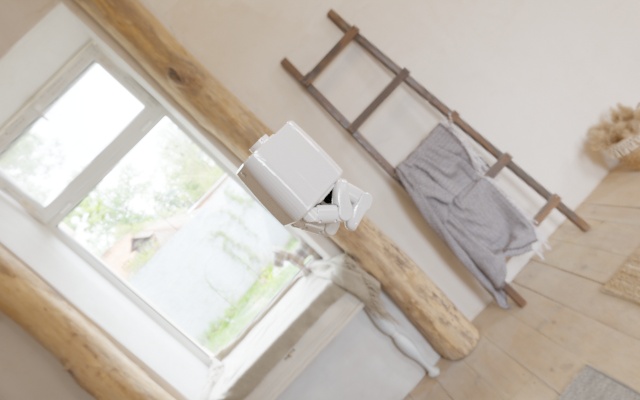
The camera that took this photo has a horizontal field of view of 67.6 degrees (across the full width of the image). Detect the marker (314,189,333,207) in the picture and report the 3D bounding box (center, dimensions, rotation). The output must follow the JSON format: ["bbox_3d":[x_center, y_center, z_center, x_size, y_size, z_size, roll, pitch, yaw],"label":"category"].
[{"bbox_3d":[0.000,0.002,0.734,0.020,0.020,0.121,0,-9,-19],"label":"marker"}]
